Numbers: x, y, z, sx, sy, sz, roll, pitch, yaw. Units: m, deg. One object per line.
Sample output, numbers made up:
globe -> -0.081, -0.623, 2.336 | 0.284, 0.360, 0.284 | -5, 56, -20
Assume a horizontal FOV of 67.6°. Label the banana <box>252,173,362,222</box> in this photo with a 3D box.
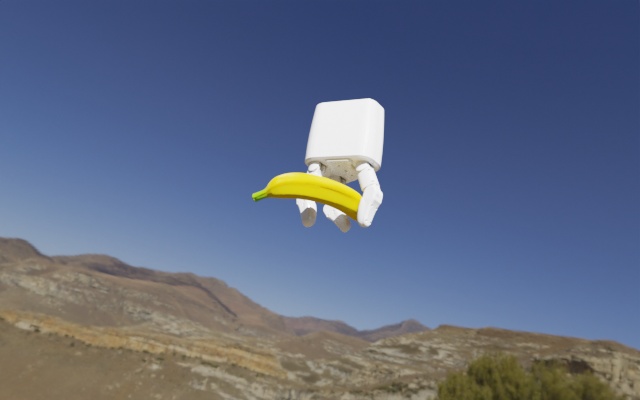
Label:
banana -> 0.006, -0.005, 0.689 | 0.198, 0.037, 0.070 | 14, -27, -25
